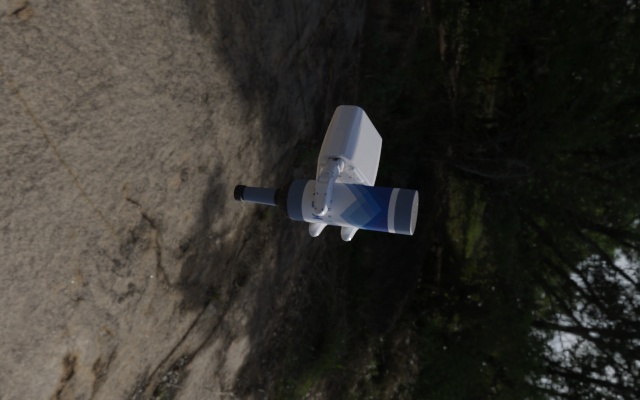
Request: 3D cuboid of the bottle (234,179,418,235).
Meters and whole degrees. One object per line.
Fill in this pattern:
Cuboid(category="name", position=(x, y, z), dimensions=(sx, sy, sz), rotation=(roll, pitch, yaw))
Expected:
Cuboid(category="bottle", position=(0.000, 0.003, 0.750), dimensions=(0.295, 0.069, 0.069), rotation=(6, 2, 18))
